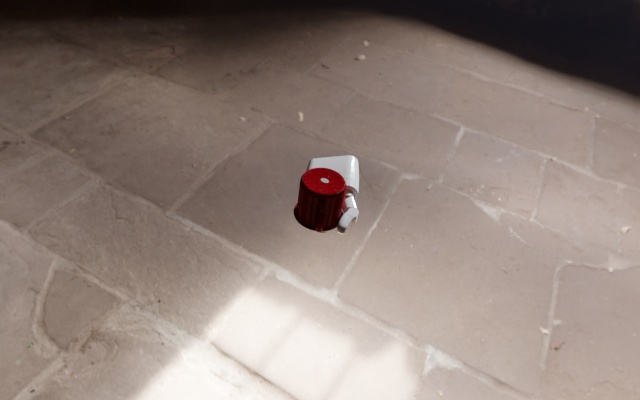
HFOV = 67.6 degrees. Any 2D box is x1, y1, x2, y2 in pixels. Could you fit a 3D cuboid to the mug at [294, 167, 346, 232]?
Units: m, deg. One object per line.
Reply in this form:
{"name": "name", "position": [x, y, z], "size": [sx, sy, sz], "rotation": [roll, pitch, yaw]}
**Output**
{"name": "mug", "position": [0.000, 0.004, 0.848], "size": [0.093, 0.082, 0.117], "rotation": [7, 42, -2]}
